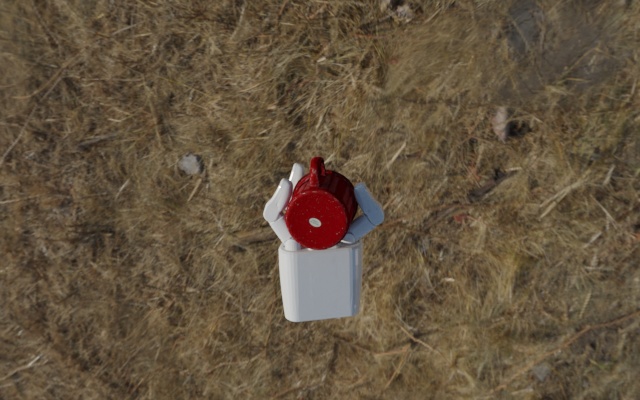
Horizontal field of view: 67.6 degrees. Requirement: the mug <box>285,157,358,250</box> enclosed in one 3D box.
[{"bbox_3d":[0.000,0.001,0.617,0.093,0.117,0.081,0,17,8],"label":"mug"}]
